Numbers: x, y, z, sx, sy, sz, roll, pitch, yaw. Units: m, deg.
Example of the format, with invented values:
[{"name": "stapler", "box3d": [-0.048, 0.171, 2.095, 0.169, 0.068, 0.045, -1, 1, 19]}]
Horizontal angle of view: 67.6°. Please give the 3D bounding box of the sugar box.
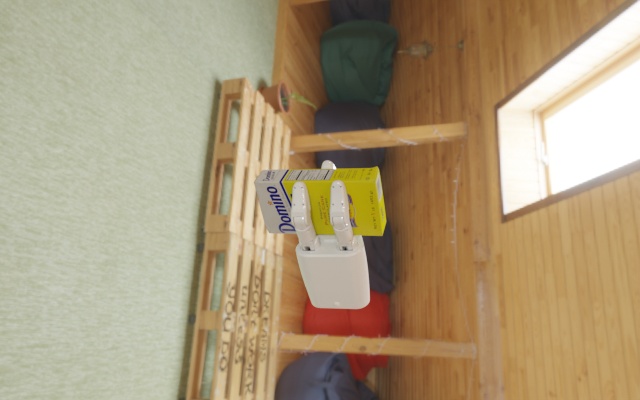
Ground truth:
[{"name": "sugar box", "box3d": [0.000, 0.003, 0.682, 0.176, 0.093, 0.048, -2, 31, 16]}]
